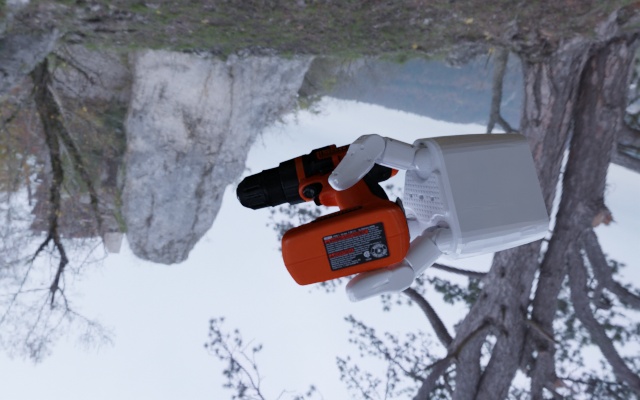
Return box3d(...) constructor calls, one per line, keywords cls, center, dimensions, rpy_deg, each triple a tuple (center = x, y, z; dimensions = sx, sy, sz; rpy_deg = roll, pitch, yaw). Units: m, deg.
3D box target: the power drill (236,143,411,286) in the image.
box3d(cls="power drill", center=(0.000, 0.002, 0.465), dimensions=(0.184, 0.057, 0.187), rpy_deg=(-16, 28, 4))
